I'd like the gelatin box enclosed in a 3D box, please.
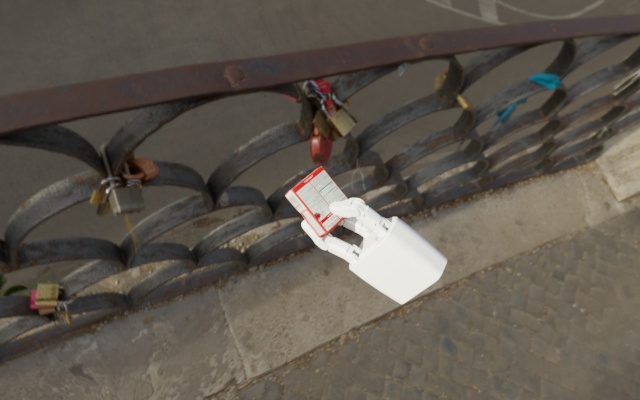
[{"bbox_3d":[0.000,0.002,0.749,0.073,0.089,0.030,-41,4,-34],"label":"gelatin box"}]
